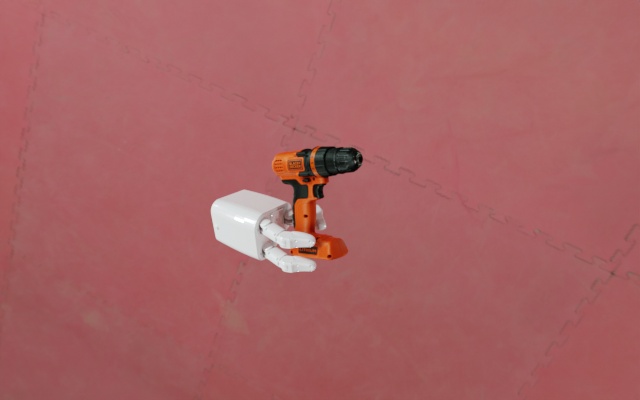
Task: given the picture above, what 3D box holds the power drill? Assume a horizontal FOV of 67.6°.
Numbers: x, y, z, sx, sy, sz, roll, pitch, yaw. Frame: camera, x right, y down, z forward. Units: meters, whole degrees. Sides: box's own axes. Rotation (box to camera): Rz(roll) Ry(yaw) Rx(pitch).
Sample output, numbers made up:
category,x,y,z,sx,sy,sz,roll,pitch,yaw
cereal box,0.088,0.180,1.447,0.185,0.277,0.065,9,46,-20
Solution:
category,x,y,z,sx,sy,sz,roll,pitch,yaw
power drill,0.000,0.003,0.807,0.184,0.187,0.057,1,8,43
